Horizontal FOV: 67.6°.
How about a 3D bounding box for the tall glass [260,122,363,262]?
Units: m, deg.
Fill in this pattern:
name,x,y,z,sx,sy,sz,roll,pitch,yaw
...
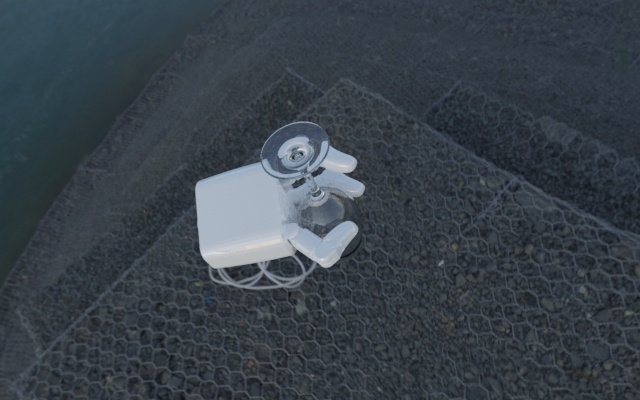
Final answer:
name,x,y,z,sx,sy,sz,roll,pitch,yaw
tall glass,0.000,0.001,0.563,0.079,0.079,0.201,0,-33,19
